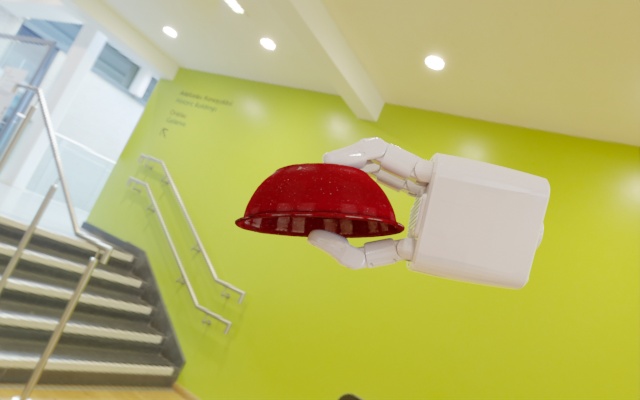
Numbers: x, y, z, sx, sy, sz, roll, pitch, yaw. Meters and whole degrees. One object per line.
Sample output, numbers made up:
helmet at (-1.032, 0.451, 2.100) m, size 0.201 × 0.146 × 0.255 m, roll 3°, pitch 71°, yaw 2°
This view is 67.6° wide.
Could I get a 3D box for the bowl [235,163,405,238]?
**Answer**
bowl at (-0.001, 0.001, 0.462) m, size 0.162 × 0.055 × 0.162 m, roll 1°, pitch -10°, yaw 0°
